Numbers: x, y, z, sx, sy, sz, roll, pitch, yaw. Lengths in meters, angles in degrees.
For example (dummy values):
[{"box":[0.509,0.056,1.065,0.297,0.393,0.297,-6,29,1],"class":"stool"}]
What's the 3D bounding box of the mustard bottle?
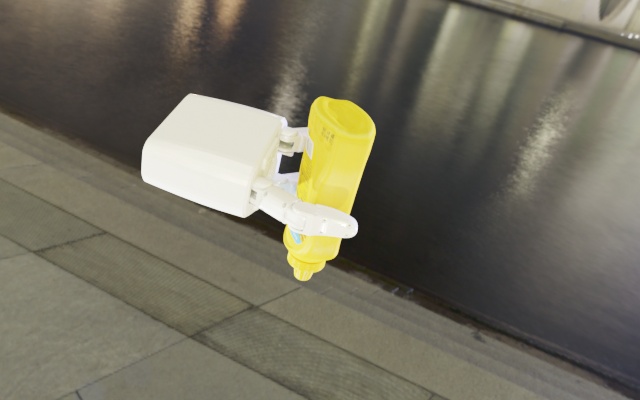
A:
[{"box":[0.000,0.001,0.479,0.058,0.192,0.096,6,30,-17],"class":"mustard bottle"}]
